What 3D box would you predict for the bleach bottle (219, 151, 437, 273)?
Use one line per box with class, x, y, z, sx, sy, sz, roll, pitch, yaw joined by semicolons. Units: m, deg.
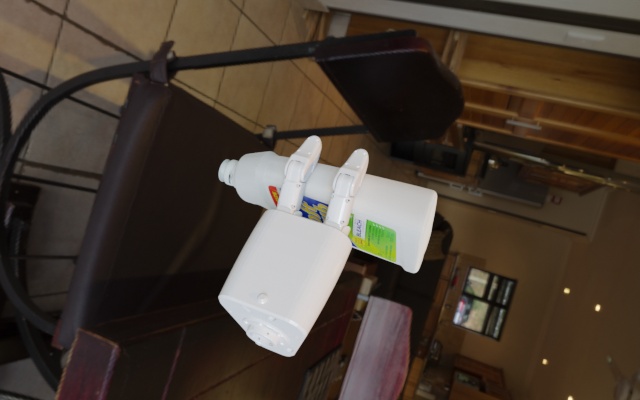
bleach bottle;0.000;0.002;0.548;0.251;0.068;0.103;16;-34;17
